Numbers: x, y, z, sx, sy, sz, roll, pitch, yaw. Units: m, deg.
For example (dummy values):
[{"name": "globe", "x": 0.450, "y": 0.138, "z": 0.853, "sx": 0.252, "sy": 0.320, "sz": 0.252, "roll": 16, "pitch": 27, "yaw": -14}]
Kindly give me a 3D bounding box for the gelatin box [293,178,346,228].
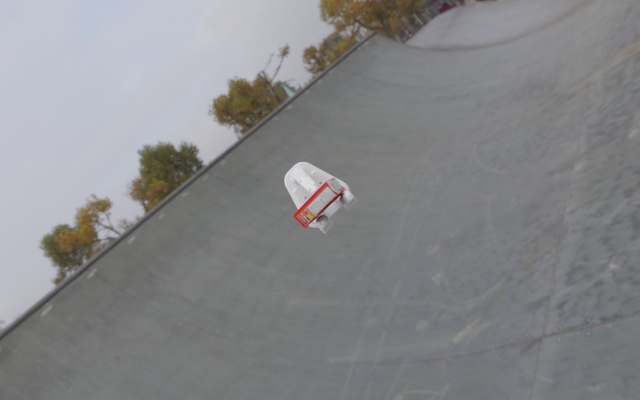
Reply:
[{"name": "gelatin box", "x": 0.000, "y": 0.002, "z": 0.737, "sx": 0.073, "sy": 0.030, "sz": 0.089, "roll": -45, "pitch": -2, "yaw": 11}]
